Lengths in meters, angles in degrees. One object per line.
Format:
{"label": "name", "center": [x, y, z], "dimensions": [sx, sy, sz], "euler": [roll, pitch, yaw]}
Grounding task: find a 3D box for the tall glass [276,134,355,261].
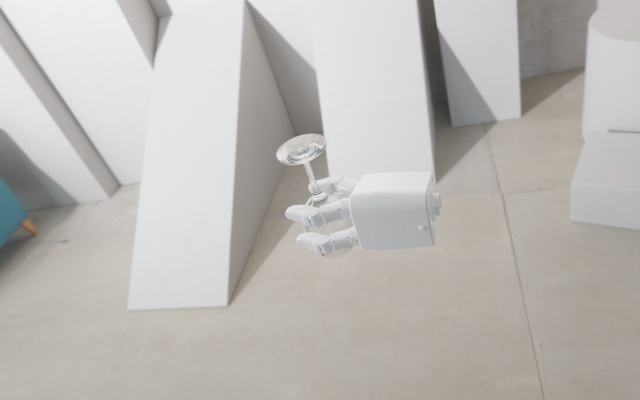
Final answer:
{"label": "tall glass", "center": [0.000, 0.002, 0.730], "dimensions": [0.079, 0.201, 0.079], "euler": [-12, 37, 10]}
